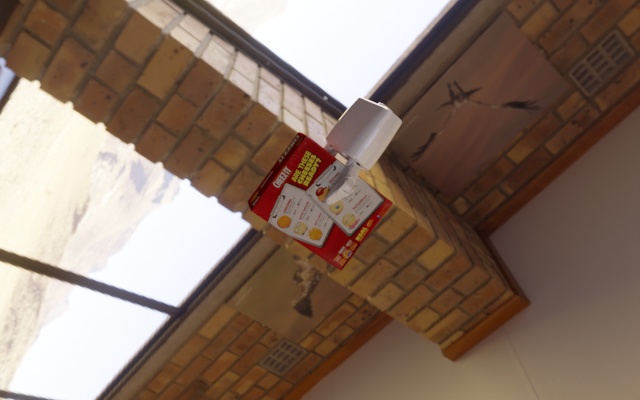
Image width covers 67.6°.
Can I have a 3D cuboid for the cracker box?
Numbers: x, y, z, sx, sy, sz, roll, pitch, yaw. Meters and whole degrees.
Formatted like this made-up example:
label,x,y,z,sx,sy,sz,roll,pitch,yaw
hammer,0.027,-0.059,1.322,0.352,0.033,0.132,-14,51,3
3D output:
label,x,y,z,sx,sy,sz,roll,pitch,yaw
cracker box,0.000,0.003,0.880,0.214,0.164,0.072,36,3,-22
